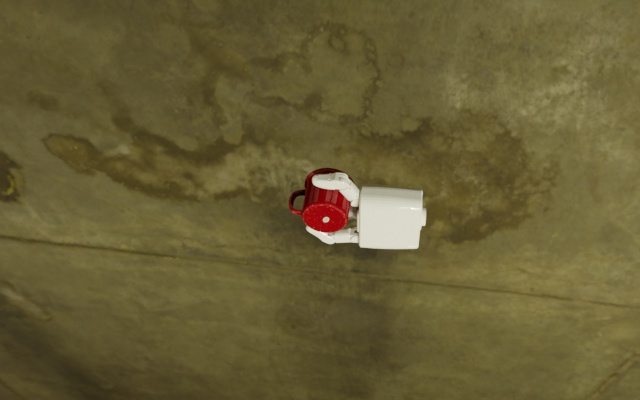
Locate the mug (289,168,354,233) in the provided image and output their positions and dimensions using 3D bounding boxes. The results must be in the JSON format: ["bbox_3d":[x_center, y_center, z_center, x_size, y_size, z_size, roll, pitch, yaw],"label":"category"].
[{"bbox_3d":[-0.001,0.003,0.850,0.117,0.081,0.093,1,-42,10],"label":"mug"}]
